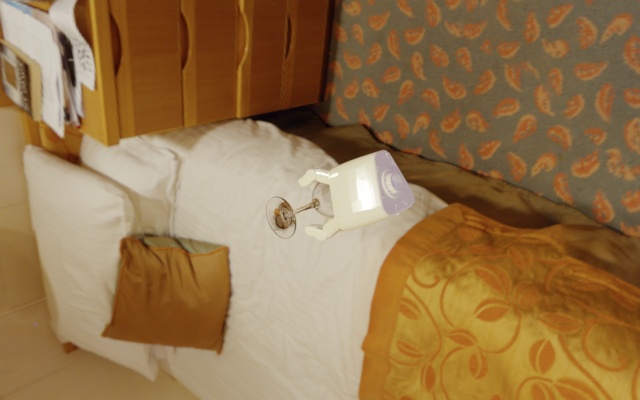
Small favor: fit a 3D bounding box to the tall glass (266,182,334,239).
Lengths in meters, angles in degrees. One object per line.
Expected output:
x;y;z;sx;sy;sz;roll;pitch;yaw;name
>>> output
0.000;0.003;0.871;0.079;0.079;0.201;0;15;44;tall glass
